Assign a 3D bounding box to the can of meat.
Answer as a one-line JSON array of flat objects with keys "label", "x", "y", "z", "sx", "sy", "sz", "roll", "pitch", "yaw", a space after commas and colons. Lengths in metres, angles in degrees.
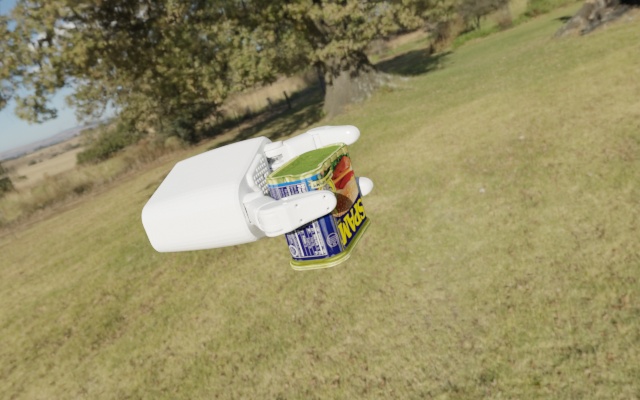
[{"label": "can of meat", "x": 0.000, "y": 0.001, "z": 0.434, "sx": 0.057, "sy": 0.084, "sz": 0.102, "roll": -9, "pitch": 17, "yaw": 25}]
